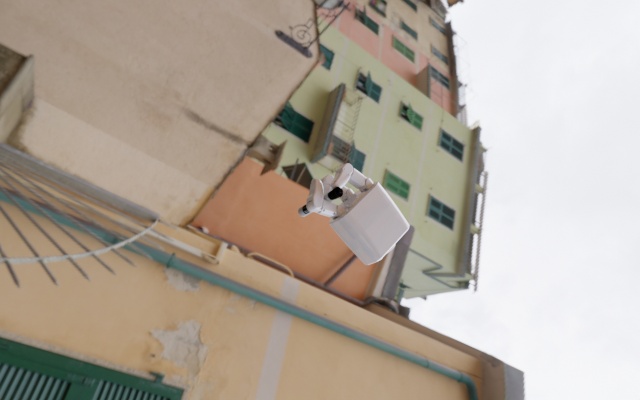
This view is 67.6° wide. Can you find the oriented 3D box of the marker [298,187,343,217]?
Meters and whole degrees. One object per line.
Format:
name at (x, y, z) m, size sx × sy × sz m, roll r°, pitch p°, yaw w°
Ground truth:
marker at (0.000, 0.003, 0.849) m, size 0.020 × 0.020 × 0.121 m, roll 0°, pitch -19°, yaw -37°
